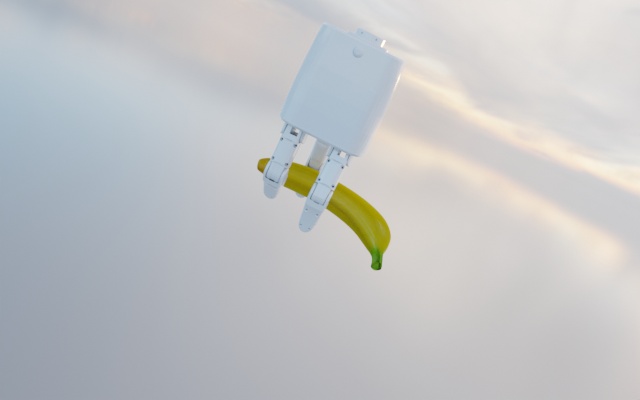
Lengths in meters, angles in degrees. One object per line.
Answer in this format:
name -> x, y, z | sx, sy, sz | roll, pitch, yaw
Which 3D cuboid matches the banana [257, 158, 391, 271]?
banana -> 0.013, 0.001, 0.557 | 0.197, 0.037, 0.069 | 38, 27, 24
